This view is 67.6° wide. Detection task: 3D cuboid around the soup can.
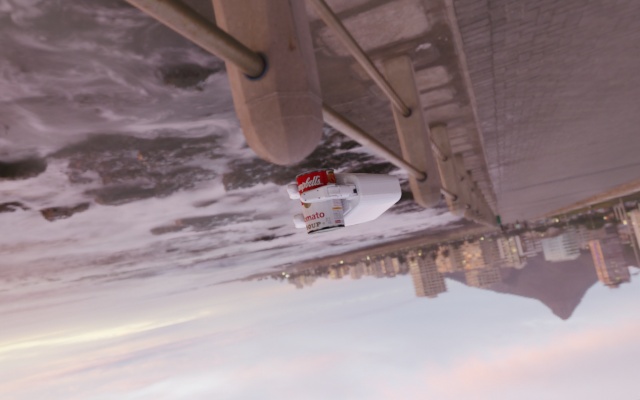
[{"bbox_3d":[0.000,0.003,0.820,0.068,0.102,0.068,-11,-8,-2],"label":"soup can"}]
